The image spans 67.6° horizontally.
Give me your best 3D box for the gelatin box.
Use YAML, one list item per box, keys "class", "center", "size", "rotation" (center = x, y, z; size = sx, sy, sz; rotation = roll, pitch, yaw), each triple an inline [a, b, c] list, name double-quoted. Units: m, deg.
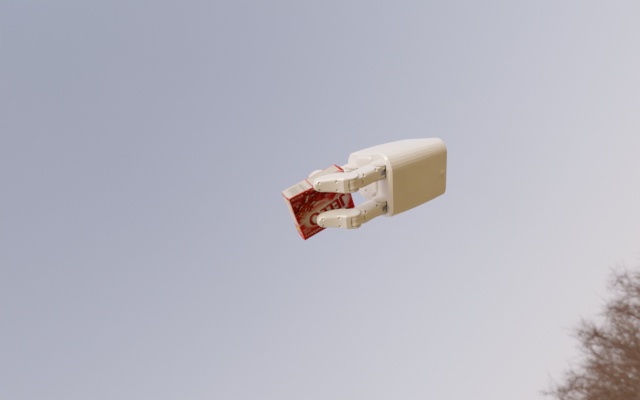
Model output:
- class: "gelatin box"
  center: [0.000, 0.002, 0.664]
  size: [0.089, 0.073, 0.030]
  rotation: [-28, 34, -13]
